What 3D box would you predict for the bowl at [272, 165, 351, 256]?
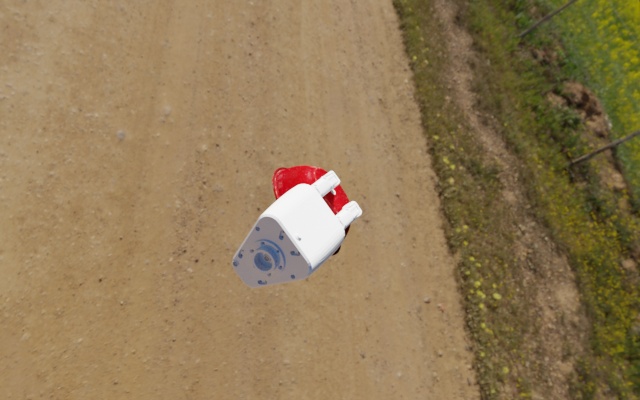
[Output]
[{"bbox_3d":[0.001,0.002,0.738,0.055,0.162,0.162,-35,-14,21],"label":"bowl"}]
